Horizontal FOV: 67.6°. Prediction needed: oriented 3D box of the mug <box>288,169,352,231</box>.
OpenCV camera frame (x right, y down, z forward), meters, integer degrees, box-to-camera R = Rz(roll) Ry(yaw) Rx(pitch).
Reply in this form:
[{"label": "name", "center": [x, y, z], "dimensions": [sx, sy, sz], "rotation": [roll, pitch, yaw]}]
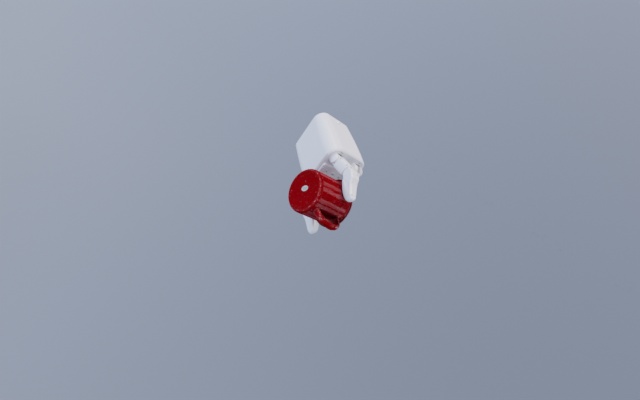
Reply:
[{"label": "mug", "center": [0.000, 0.004, 0.845], "dimensions": [0.093, 0.117, 0.081], "rotation": [-38, -39, 26]}]
